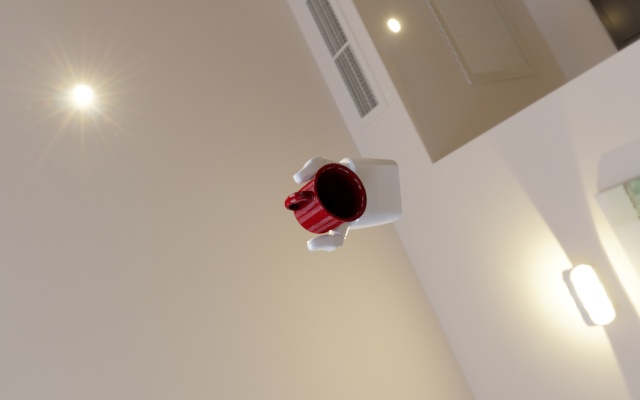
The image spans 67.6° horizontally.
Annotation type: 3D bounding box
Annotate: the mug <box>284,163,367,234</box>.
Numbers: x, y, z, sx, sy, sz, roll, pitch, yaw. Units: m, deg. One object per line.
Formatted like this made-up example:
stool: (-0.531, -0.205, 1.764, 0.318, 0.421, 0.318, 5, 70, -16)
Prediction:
mug: (-0.001, 0.003, 0.721, 0.117, 0.093, 0.081, -2, -20, -34)
